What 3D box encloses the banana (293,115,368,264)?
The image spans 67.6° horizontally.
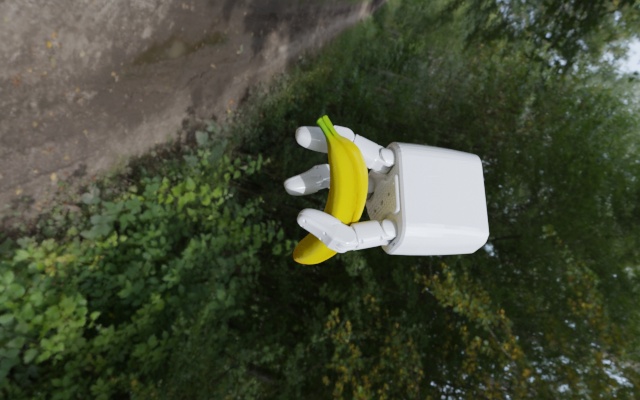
[{"bbox_3d":[0.012,0.010,0.505,0.037,0.198,0.069,-18,47,-34],"label":"banana"}]
